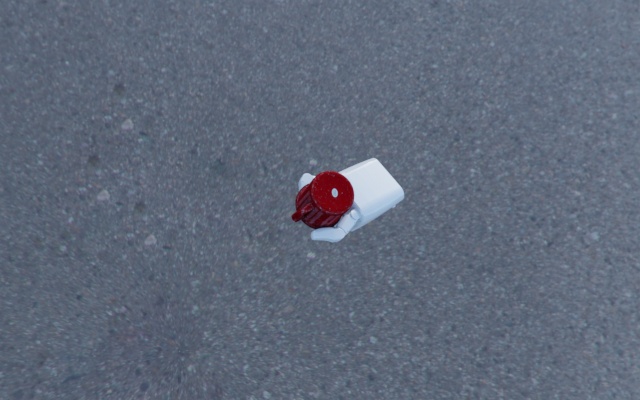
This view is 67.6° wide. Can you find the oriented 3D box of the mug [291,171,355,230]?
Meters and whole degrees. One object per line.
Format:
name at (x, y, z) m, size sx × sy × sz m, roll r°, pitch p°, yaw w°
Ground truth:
mug at (-0.001, 0.003, 0.840) m, size 0.117 × 0.093 × 0.081 m, roll -27°, pitch -8°, yaw -24°
